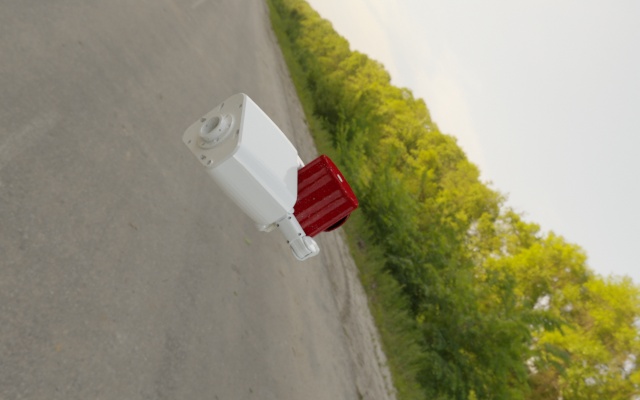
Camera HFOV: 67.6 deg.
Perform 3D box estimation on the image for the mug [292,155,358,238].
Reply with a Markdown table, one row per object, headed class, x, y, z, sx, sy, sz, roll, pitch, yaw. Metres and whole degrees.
| class | x | y | z | sx | sy | sz | roll | pitch | yaw |
| --- | --- | --- | --- | --- | --- | --- | --- | --- | --- |
| mug | 0.001 | 0.003 | 0.616 | 0.081 | 0.093 | 0.117 | -34 | -46 | 9 |
